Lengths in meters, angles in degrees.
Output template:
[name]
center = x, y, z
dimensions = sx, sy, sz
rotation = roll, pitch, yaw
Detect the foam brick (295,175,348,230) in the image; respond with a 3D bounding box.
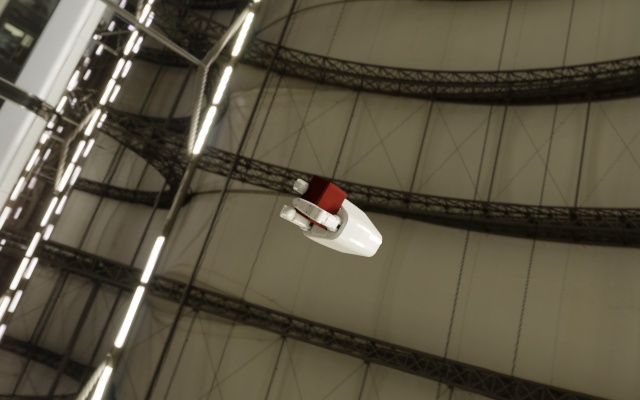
[foam brick]
center = 0.000, 0.003, 0.857
dimensions = 0.051, 0.078, 0.053
rotation = 30, 0, -37
